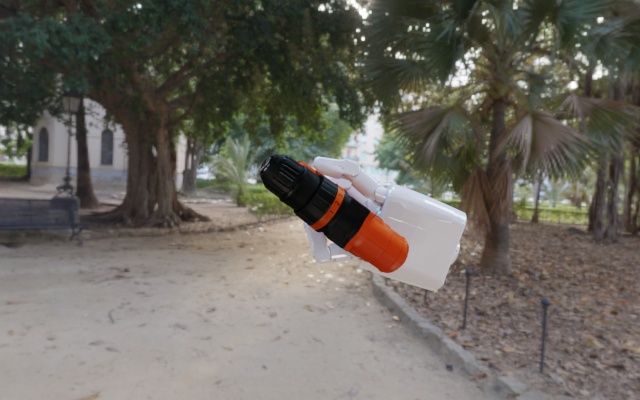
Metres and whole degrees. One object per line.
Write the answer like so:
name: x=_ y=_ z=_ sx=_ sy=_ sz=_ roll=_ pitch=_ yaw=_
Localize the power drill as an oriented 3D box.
power drill: x=0.000 y=0.002 z=0.559 sx=0.184 sy=0.057 sz=0.187 roll=38 pitch=2 yaw=-17
